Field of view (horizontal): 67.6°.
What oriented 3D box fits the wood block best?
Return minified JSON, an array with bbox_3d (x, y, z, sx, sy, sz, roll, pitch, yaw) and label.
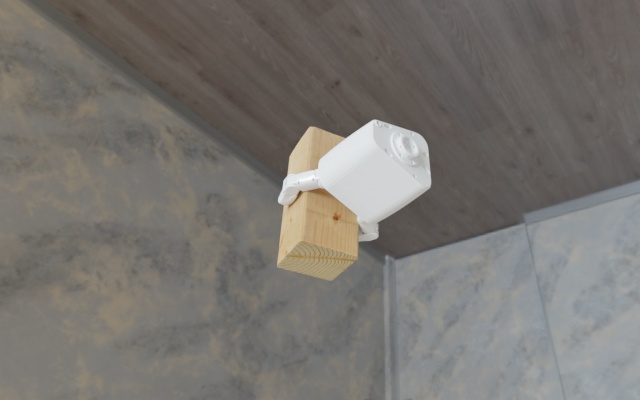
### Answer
[{"bbox_3d":[0.000,0.002,0.726,0.091,0.206,0.090,18,-37,-19],"label":"wood block"}]
